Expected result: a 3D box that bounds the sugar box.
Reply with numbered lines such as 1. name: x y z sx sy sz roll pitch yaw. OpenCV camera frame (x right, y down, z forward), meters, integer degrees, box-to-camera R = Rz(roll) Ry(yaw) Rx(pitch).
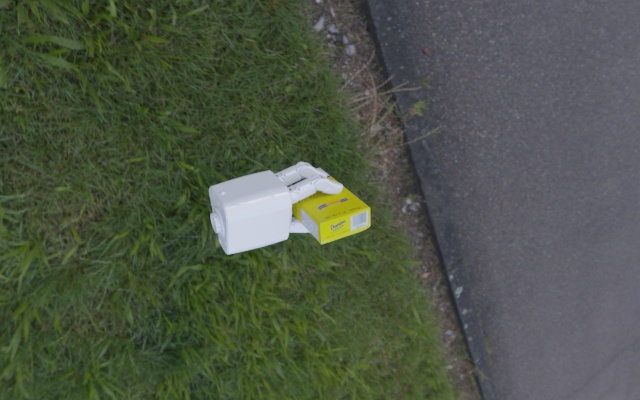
1. sugar box: 0.000 0.002 0.808 0.093 0.048 0.176 -17 34 -23
